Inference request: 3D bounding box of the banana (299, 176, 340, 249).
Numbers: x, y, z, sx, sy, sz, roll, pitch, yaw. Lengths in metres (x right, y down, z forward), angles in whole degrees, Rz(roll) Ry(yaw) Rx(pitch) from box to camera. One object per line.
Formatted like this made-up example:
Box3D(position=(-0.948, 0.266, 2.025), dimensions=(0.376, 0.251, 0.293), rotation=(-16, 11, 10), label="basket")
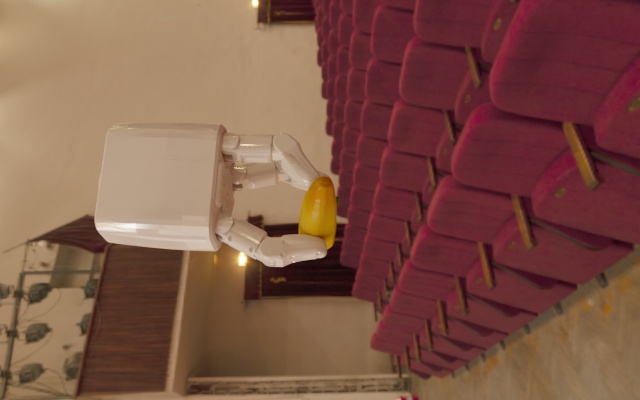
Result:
Box3D(position=(-0.002, 0.020, 0.486), dimensions=(0.037, 0.069, 0.198), rotation=(6, -4, 3), label="banana")
